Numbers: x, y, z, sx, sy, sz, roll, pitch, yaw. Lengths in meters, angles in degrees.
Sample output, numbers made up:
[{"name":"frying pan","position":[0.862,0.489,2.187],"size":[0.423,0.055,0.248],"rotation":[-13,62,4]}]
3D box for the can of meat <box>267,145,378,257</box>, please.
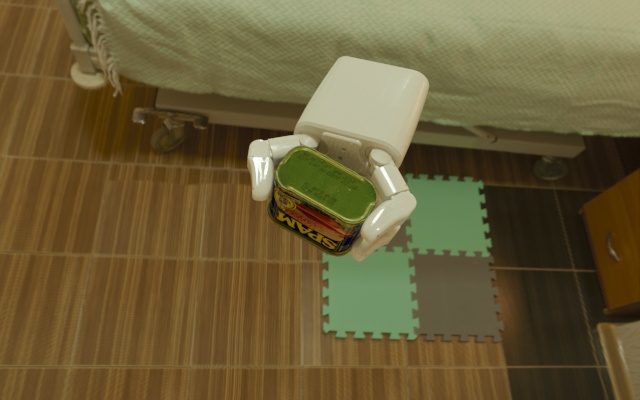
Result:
[{"name":"can of meat","position":[0.000,0.001,0.475],"size":[0.102,0.057,0.084],"rotation":[29,-27,4]}]
